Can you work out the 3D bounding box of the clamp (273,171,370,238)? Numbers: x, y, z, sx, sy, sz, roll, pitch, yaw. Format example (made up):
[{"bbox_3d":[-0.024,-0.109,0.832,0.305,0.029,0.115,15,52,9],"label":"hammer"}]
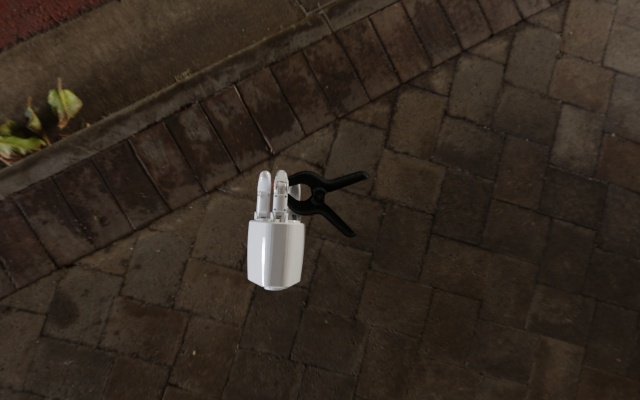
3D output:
[{"bbox_3d":[0.000,0.003,0.843,0.171,0.120,0.039,4,-3,-7],"label":"clamp"}]
